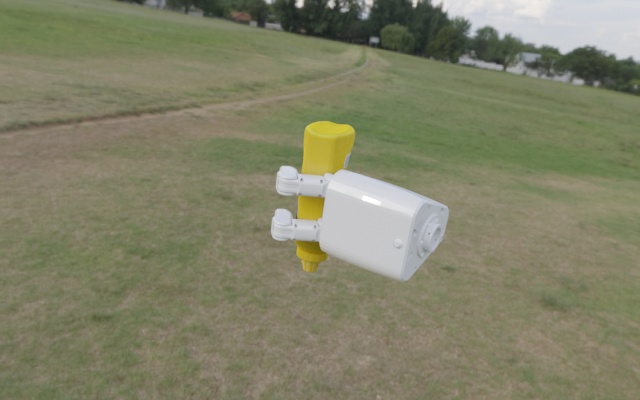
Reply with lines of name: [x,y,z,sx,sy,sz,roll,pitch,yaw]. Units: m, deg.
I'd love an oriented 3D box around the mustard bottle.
mustard bottle: [0.000,0.002,0.599,0.058,0.192,0.096,11,19,9]
